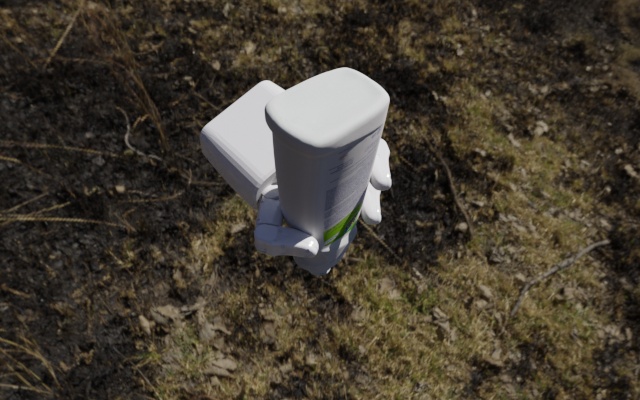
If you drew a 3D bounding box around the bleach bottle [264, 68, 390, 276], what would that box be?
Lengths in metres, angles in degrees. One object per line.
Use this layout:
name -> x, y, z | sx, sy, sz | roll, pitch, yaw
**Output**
bleach bottle -> 0.000, 0.001, 0.466 | 0.102, 0.251, 0.068 | -33, 60, -28
